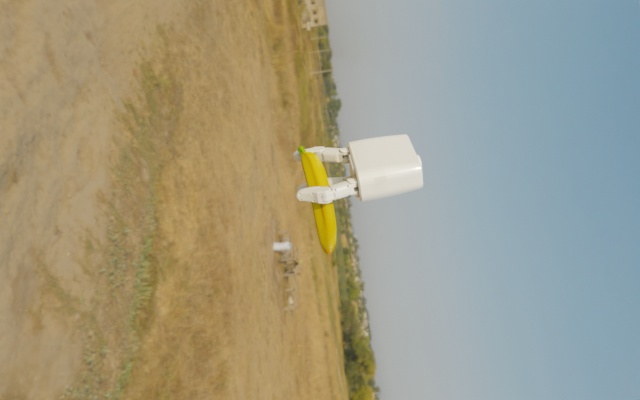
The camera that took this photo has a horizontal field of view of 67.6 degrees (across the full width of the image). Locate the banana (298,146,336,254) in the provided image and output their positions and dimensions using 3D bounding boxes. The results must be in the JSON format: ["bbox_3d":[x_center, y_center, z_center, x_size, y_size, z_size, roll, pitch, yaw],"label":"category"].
[{"bbox_3d":[0.001,0.001,0.817,0.037,0.198,0.069,-13,7,-4],"label":"banana"}]
